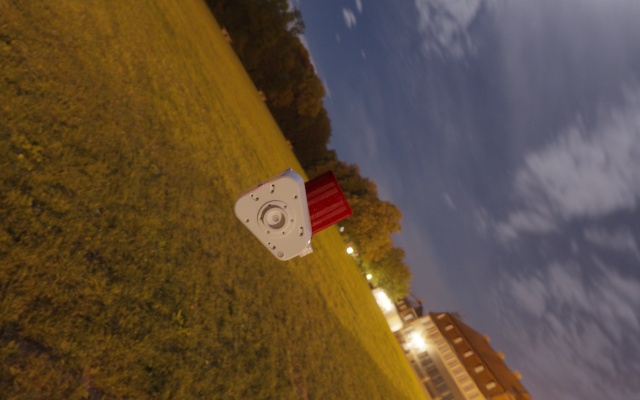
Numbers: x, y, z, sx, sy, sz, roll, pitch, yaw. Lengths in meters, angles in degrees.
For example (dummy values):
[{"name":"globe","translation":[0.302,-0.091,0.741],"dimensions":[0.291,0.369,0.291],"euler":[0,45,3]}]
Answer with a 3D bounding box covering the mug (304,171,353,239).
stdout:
[{"name":"mug","translation":[0.000,0.002,0.787],"dimensions":[0.081,0.093,0.117],"euler":[-27,6,3]}]
